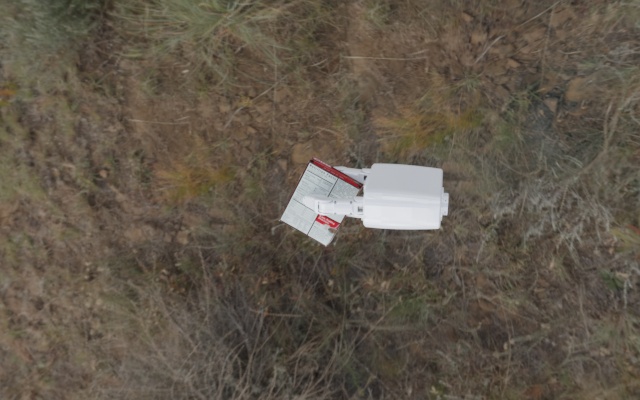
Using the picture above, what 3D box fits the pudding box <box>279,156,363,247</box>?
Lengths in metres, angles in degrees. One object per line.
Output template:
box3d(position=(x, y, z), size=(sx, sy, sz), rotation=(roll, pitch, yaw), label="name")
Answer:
box3d(position=(0.000, 0.002, 0.735), size=(0.090, 0.113, 0.039), rotation=(30, 18, 3), label="pudding box")
